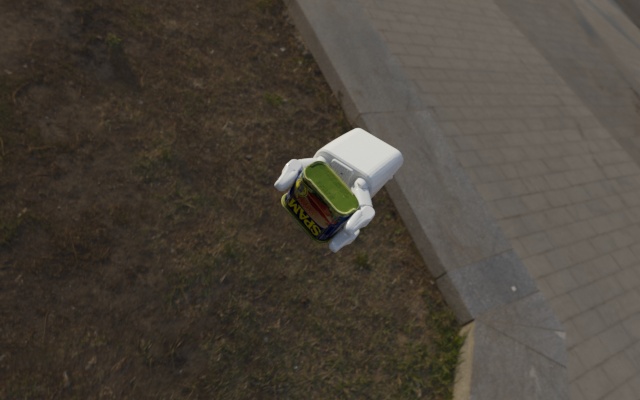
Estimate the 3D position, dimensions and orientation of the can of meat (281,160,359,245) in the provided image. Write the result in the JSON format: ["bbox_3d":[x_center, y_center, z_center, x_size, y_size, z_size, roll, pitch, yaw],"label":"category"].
[{"bbox_3d":[0.000,0.002,0.721,0.057,0.102,0.084,-33,-13,-41],"label":"can of meat"}]
